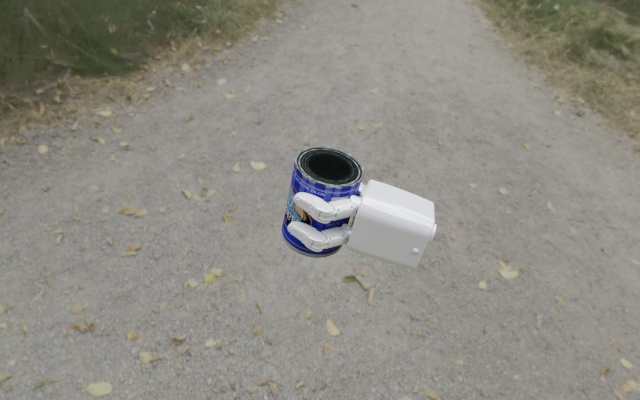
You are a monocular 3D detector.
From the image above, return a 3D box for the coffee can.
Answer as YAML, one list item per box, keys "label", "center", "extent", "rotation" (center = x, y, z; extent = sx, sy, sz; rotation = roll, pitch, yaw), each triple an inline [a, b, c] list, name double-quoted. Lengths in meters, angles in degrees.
- label: "coffee can"
  center: [0.000, 0.002, 0.729]
  extent: [0.103, 0.140, 0.102]
  rotation: [9, 38, -7]
